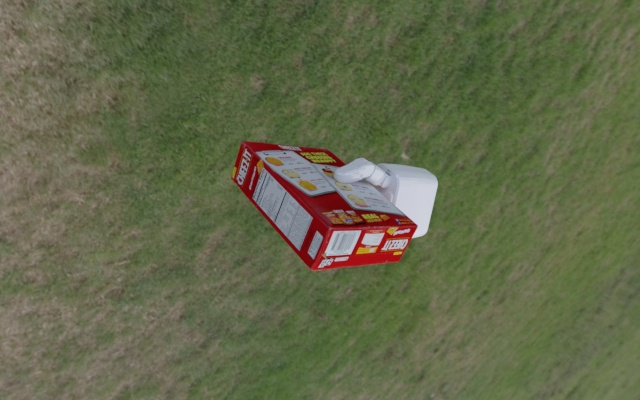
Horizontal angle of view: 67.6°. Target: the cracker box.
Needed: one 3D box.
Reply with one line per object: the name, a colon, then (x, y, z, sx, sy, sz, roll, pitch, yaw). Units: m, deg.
cracker box: (0.000, 0.002, 0.653, 0.164, 0.072, 0.213, 1, 32, -42)
